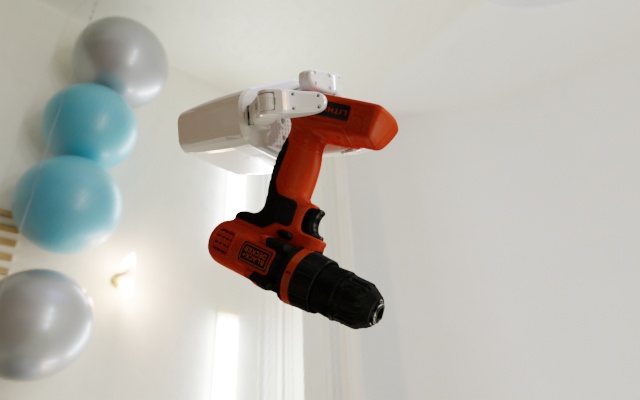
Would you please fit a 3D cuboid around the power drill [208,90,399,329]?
[{"bbox_3d":[0.000,0.001,0.428,0.184,0.187,0.057,20,-9,30],"label":"power drill"}]
